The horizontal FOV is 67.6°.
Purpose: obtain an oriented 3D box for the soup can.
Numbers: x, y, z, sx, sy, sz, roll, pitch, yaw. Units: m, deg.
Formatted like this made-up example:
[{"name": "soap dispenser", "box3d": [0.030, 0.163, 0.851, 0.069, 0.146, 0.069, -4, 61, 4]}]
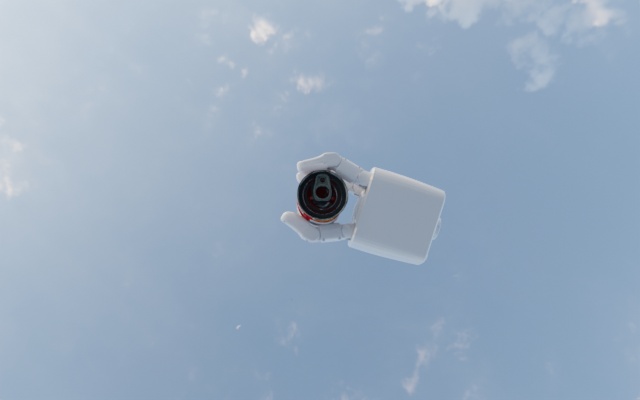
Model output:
[{"name": "soup can", "box3d": [0.000, 0.002, 0.674, 0.068, 0.068, 0.102, 0, -12, -3]}]
